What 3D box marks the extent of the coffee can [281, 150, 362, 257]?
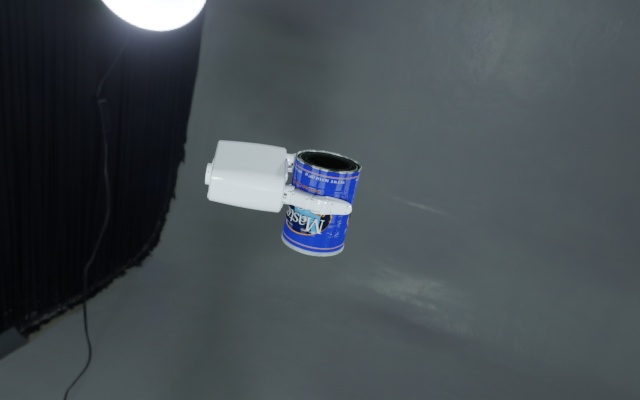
[{"bbox_3d":[0.000,0.003,0.750,0.103,0.140,0.102,10,20,-4],"label":"coffee can"}]
